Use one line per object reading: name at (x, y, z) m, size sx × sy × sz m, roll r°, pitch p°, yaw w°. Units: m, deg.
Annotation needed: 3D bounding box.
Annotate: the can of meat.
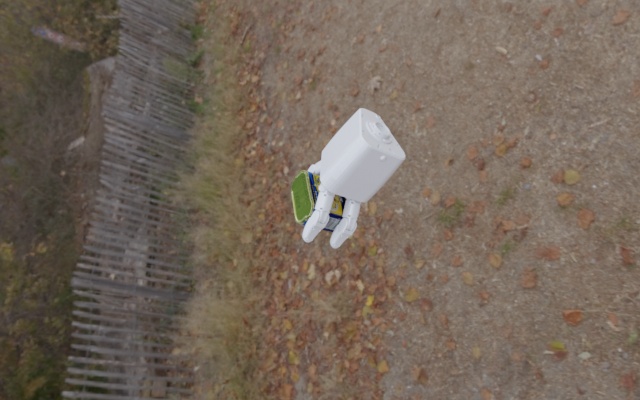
can of meat at (0.000, 0.003, 0.824) m, size 0.084 × 0.102 × 0.057 m, roll 17°, pitch -45°, yaw -32°
